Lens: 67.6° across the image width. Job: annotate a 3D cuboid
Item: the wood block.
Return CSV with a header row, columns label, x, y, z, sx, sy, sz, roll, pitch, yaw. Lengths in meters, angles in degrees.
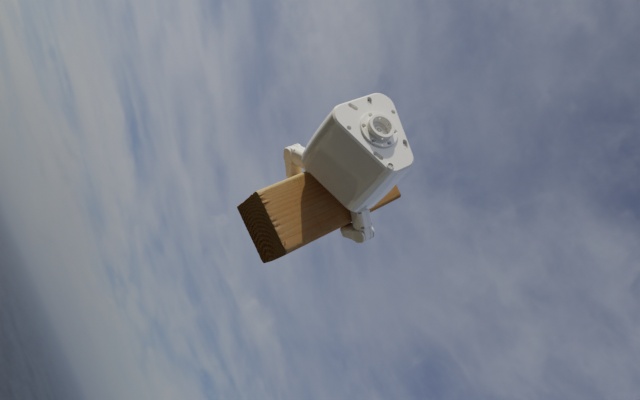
label,x,y,z,sx,sy,sz,roll,pitch,yaw
wood block,0.001,0.002,0.684,0.206,0.091,0.090,-24,-3,-30
